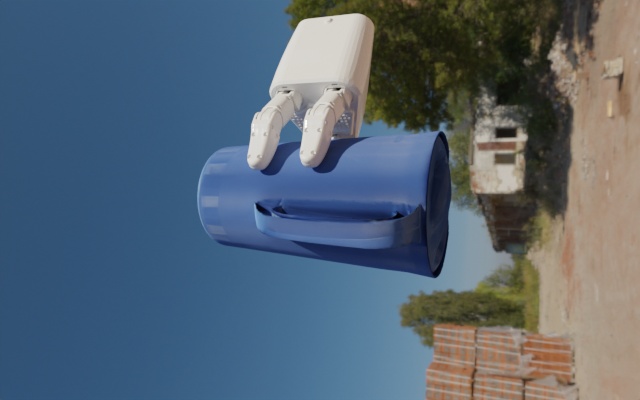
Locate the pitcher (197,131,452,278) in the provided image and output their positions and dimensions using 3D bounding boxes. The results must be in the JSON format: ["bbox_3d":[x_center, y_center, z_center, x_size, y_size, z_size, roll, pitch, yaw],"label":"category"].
[{"bbox_3d":[0.000,0.001,0.468,0.243,0.145,0.149,2,-29,23],"label":"pitcher"}]
